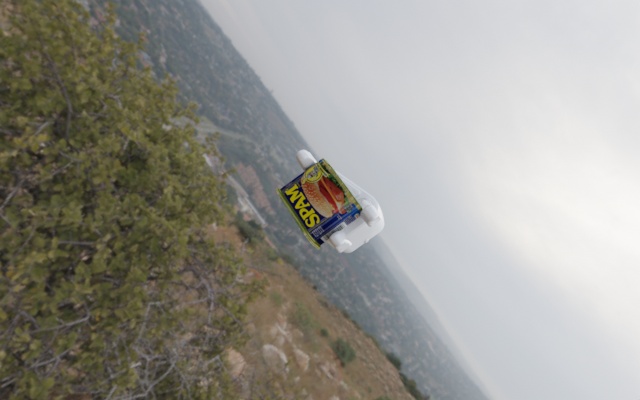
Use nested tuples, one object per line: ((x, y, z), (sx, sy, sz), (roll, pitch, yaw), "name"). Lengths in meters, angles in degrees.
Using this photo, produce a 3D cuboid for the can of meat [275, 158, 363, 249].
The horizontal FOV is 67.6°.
((0.000, 0.002, 0.668), (0.084, 0.102, 0.057), (-36, -26, 2), "can of meat")
